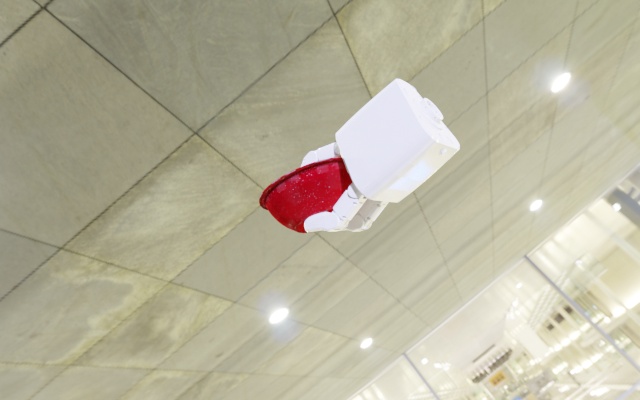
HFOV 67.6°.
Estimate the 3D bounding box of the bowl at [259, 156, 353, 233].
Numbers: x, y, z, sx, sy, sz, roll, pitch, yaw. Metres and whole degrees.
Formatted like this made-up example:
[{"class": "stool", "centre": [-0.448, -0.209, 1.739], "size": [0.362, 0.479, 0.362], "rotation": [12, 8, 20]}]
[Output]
[{"class": "bowl", "centre": [0.000, 0.003, 0.658], "size": [0.162, 0.055, 0.162], "rotation": [-18, -18, -6]}]
